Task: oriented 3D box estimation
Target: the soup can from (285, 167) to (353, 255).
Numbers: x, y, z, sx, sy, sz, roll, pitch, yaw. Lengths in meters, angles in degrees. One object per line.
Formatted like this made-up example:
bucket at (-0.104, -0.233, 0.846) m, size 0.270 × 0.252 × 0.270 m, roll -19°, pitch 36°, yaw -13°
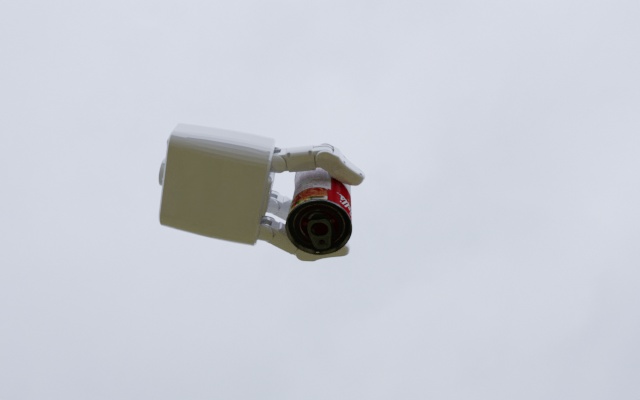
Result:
soup can at (0.001, 0.002, 0.521) m, size 0.068 × 0.068 × 0.102 m, roll 0°, pitch 32°, yaw 3°
